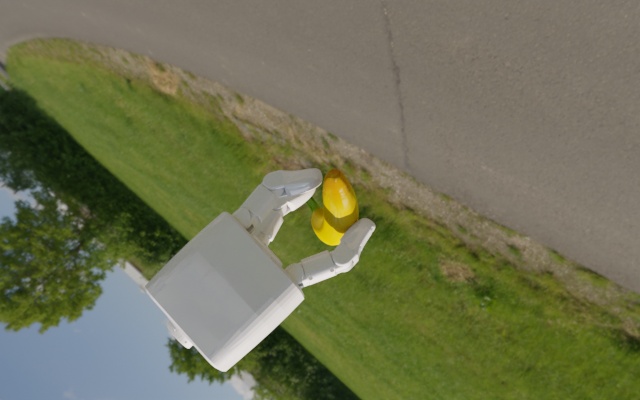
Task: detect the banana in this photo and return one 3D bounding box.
[{"bbox_3d":[0.011,0.017,0.530,0.037,0.069,0.198,-39,-1,-13],"label":"banana"}]
